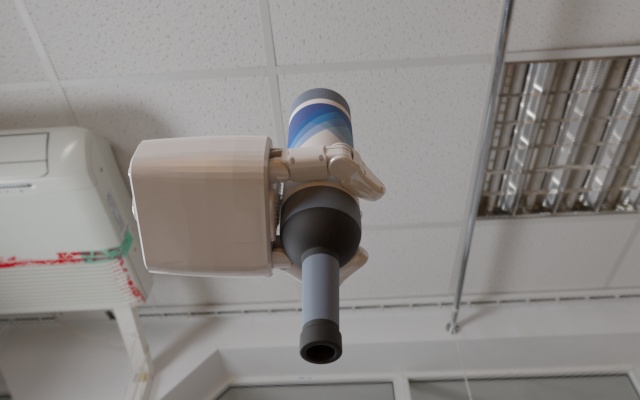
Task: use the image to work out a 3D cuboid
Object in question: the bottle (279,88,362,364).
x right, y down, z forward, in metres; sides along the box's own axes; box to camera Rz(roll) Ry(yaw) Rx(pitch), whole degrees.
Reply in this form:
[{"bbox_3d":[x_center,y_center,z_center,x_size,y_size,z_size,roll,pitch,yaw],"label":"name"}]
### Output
[{"bbox_3d":[0.000,0.001,0.413,0.069,0.069,0.295,0,40,0],"label":"bottle"}]
